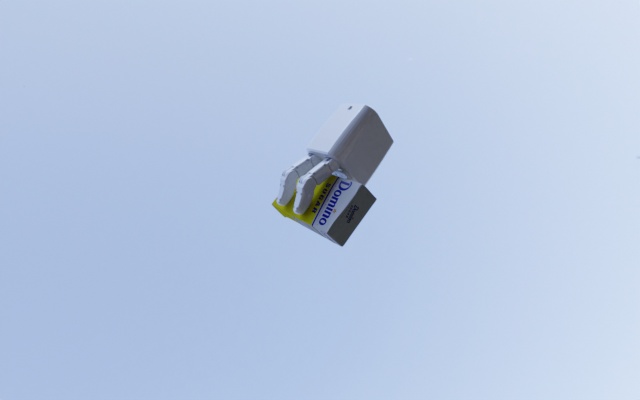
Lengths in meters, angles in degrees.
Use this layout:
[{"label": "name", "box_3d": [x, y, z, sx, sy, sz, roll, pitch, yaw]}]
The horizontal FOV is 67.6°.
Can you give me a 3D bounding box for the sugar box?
[{"label": "sugar box", "box_3d": [0.000, 0.002, 0.763, 0.048, 0.093, 0.176, 43, -12, -32]}]
